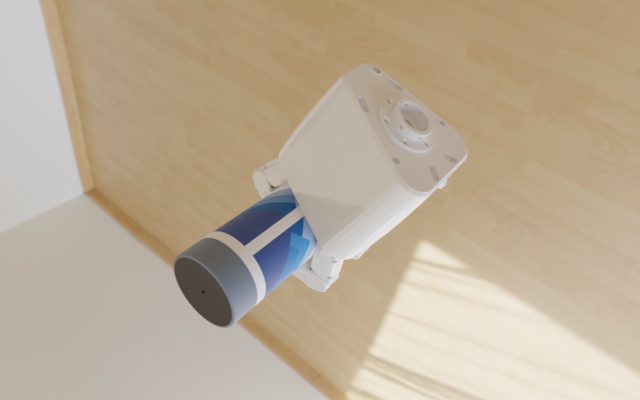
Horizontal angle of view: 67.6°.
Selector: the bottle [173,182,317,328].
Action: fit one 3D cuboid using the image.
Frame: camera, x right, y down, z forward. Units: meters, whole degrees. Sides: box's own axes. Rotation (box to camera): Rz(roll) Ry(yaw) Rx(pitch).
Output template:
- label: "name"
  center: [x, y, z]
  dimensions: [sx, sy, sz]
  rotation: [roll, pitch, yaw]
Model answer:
- label: "bottle"
  center: [0.000, 0.002, 0.452]
  dimensions: [0.069, 0.069, 0.295]
  rotation: [0, 27, 42]
